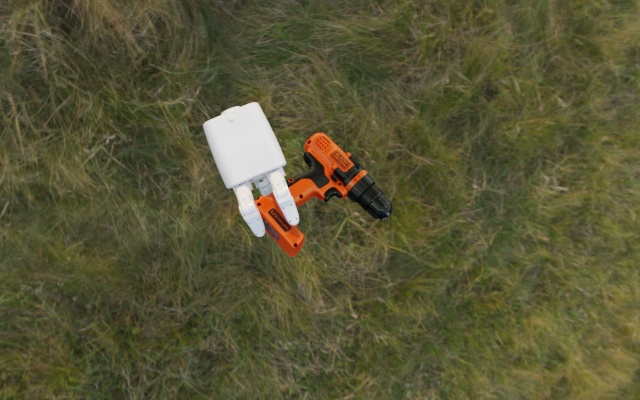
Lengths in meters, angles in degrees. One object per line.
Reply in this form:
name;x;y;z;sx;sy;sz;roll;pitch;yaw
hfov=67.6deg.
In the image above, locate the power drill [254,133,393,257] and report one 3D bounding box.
power drill;0.000;0.003;0.764;0.187;0.184;0.057;-41;-11;-23
